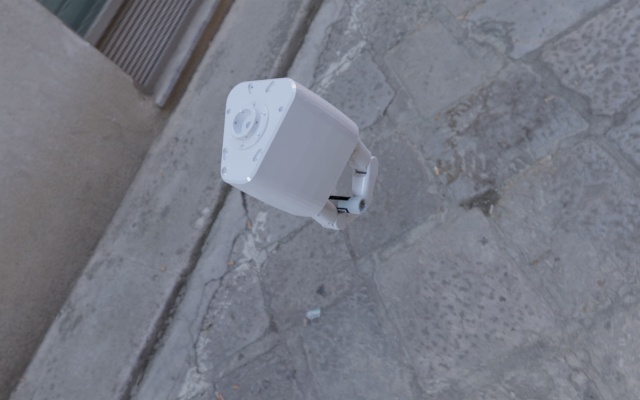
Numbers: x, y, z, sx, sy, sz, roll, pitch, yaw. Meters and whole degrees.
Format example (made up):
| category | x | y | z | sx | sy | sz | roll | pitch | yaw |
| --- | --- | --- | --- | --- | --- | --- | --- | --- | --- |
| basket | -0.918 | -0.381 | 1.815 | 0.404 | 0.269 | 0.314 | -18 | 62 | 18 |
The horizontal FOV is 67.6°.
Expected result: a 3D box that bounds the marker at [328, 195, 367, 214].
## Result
| category | x | y | z | sx | sy | sz | roll | pitch | yaw |
| --- | --- | --- | --- | --- | --- | --- | --- | --- | --- |
| marker | 0.000 | 0.002 | 0.566 | 0.121 | 0.020 | 0.020 | 5 | 3 | 39 |
